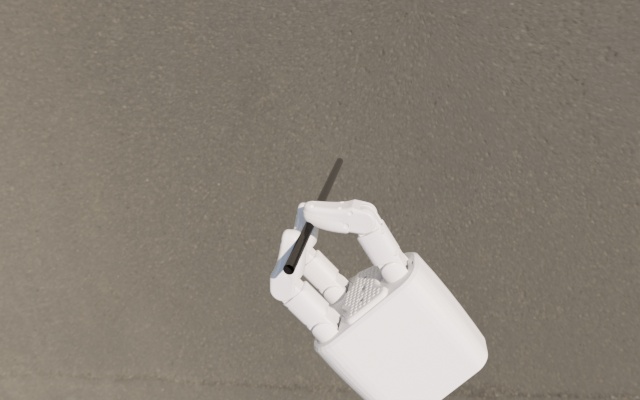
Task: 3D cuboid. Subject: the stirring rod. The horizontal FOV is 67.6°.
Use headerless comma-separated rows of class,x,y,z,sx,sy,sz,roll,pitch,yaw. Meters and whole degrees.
stirring rod,0.000,0.001,0.436,0.011,0.011,0.239,0,23,11
